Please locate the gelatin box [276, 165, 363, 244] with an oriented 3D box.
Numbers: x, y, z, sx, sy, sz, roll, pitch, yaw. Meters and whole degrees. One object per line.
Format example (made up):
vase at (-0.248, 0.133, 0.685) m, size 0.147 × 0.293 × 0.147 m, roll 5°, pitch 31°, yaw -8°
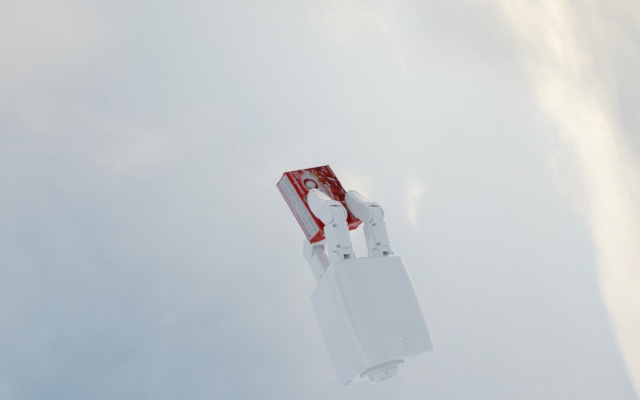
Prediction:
gelatin box at (0.000, 0.002, 0.575) m, size 0.073 × 0.089 × 0.030 m, roll -13°, pitch -27°, yaw -42°
